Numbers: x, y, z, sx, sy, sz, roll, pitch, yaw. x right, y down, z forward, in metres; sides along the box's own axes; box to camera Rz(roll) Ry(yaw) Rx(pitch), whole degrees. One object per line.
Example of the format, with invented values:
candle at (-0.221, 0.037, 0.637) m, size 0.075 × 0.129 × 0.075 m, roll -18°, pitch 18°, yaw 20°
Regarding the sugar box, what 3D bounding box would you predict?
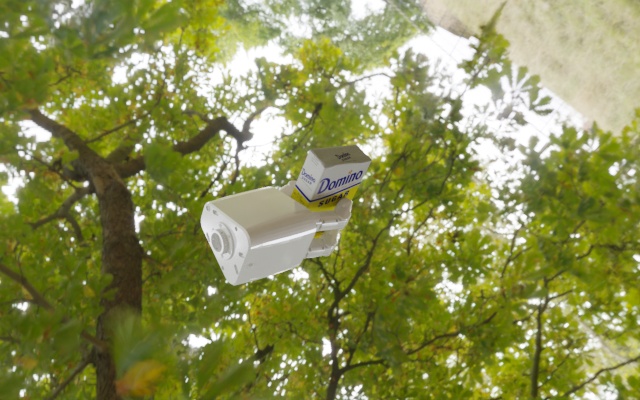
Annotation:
sugar box at (0.000, 0.003, 0.707) m, size 0.093 × 0.176 × 0.048 m, roll -12°, pitch 51°, yaw -40°
